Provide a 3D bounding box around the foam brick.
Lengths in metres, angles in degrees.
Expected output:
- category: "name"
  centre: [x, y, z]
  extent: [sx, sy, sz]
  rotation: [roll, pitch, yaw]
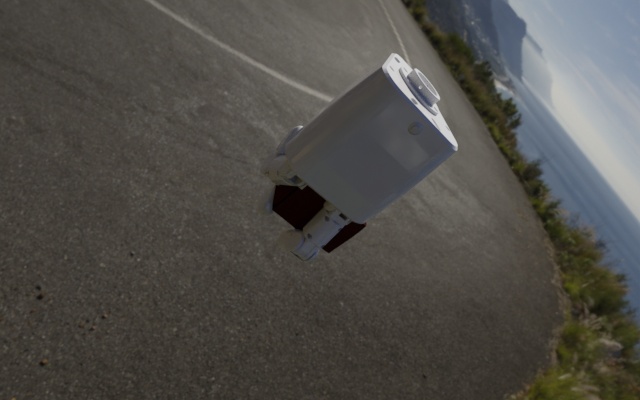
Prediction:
- category: "foam brick"
  centre: [0.000, 0.002, 0.458]
  extent: [0.051, 0.053, 0.078]
  rotation: [-38, -63, 25]
